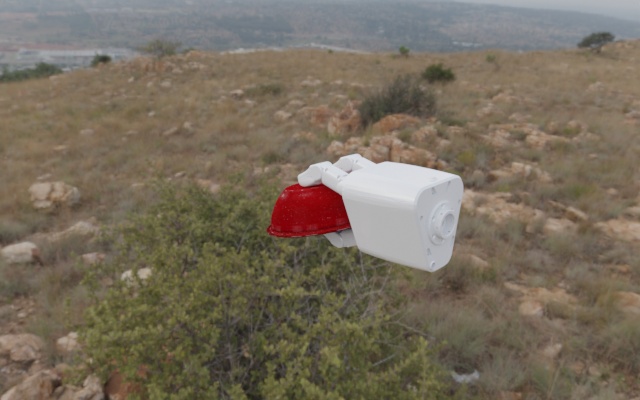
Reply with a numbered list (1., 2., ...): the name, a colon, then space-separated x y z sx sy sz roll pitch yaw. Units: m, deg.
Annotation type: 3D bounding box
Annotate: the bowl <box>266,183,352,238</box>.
1. bowl: -0.001 0.002 0.659 0.162 0.055 0.162 -11 9 2
